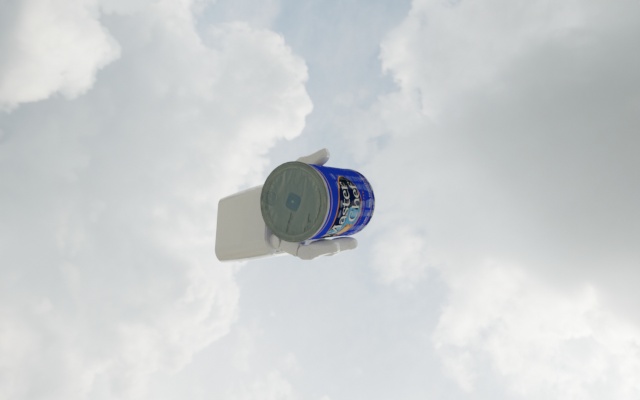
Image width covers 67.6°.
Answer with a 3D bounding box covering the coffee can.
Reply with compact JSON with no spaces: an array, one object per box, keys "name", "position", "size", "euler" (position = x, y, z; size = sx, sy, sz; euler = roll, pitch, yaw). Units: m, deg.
[{"name":"coffee can","position":[0.000,0.002,0.658],"size":[0.103,0.103,0.140],"euler":[0,0,31]}]
